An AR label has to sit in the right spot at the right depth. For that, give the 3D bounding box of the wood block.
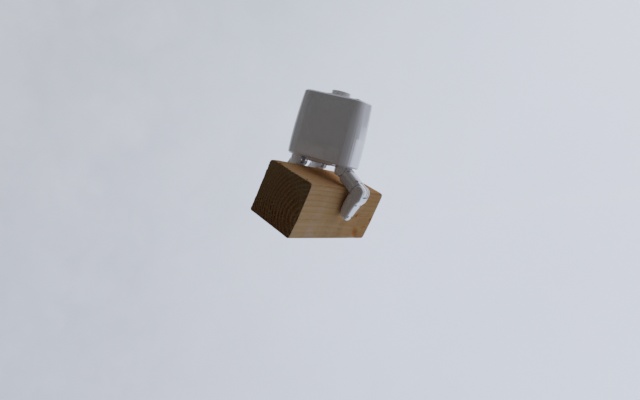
[{"bbox_3d":[0.001,0.002,0.780,0.090,0.090,0.206,33,16,33],"label":"wood block"}]
